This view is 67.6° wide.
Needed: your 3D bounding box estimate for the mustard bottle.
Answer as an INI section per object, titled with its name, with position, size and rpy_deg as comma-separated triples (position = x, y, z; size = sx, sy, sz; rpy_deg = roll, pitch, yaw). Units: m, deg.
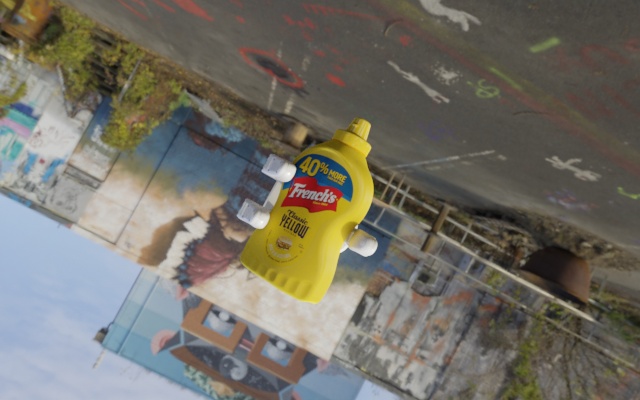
[mustard bottle]
position = 0.000, 0.002, 0.494
size = 0.096, 0.191, 0.058
rpy_deg = 27, -3, 30
